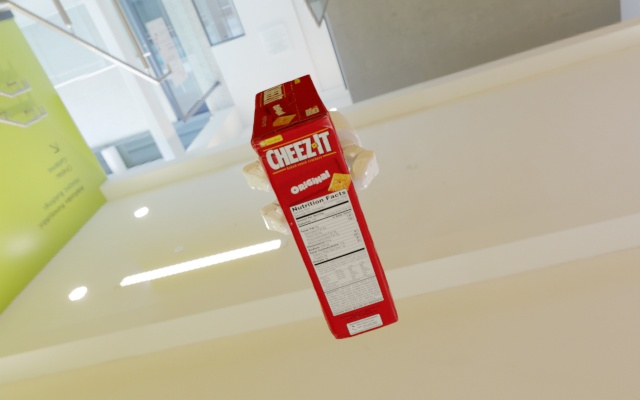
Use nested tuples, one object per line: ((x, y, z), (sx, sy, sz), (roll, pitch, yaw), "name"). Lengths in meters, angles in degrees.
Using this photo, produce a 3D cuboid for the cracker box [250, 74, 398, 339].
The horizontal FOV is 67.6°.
((0.000, 0.002, 0.471), (0.072, 0.214, 0.164), (-20, 25, 2), "cracker box")
